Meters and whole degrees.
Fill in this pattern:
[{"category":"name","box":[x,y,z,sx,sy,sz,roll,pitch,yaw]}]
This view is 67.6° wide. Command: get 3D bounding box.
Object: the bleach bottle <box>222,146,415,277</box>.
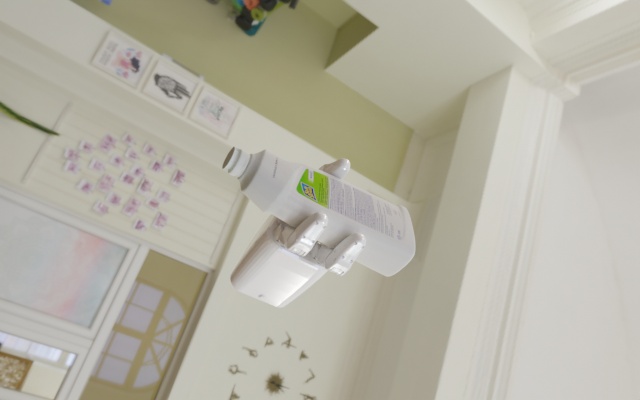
[{"category":"bleach bottle","box":[0.000,0.002,0.581,0.251,0.102,0.068,28,-57,-23]}]
